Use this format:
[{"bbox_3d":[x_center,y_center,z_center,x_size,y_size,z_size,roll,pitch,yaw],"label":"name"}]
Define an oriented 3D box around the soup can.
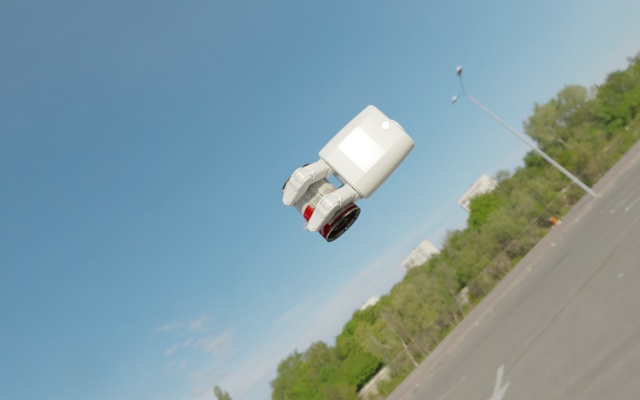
[{"bbox_3d":[0.000,0.002,0.705,0.102,0.068,0.068,45,17,18],"label":"soup can"}]
